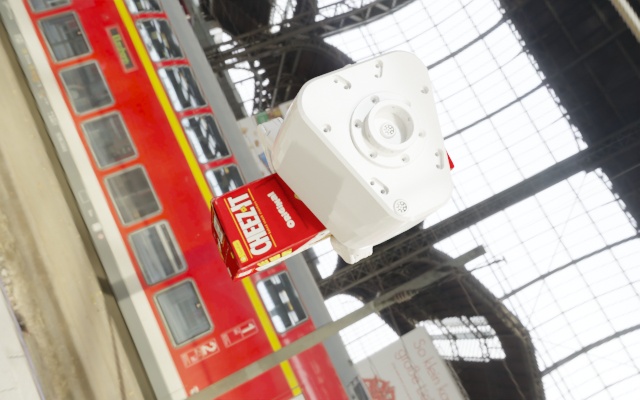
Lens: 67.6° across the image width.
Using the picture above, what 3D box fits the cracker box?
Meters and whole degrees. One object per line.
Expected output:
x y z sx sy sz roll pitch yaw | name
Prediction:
0.000 0.002 0.479 0.213 0.072 0.164 -24 -7 -17 | cracker box
